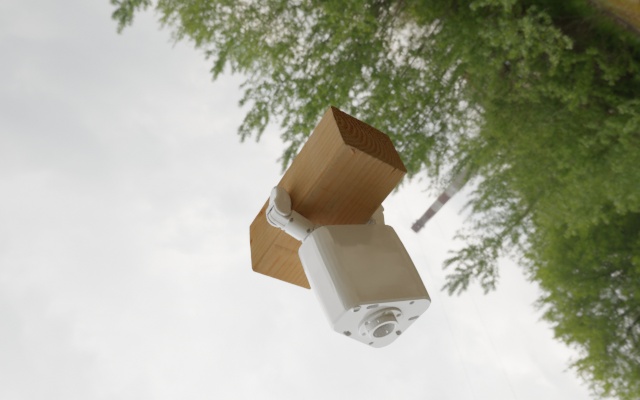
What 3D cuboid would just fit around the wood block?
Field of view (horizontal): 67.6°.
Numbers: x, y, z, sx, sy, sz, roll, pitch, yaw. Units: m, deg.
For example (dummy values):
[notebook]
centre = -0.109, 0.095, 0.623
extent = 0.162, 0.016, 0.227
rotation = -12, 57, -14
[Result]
[wood block]
centre = 0.000, 0.002, 0.590
extent = 0.091, 0.206, 0.090
rotation = 23, 30, -25
